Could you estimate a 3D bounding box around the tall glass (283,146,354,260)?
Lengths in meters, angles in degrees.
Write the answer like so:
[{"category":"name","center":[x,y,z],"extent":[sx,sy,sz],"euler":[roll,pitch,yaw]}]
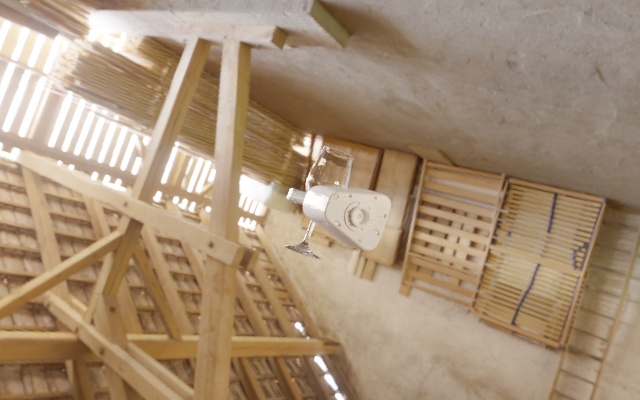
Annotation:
[{"category":"tall glass","center":[0.000,0.004,0.886],"extent":[0.079,0.201,0.079],"euler":[20,-2,1]}]
